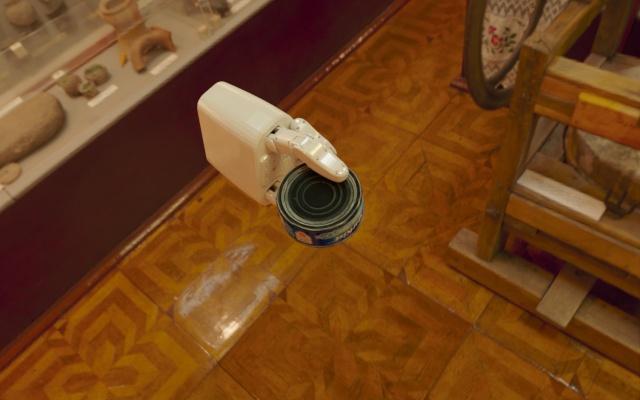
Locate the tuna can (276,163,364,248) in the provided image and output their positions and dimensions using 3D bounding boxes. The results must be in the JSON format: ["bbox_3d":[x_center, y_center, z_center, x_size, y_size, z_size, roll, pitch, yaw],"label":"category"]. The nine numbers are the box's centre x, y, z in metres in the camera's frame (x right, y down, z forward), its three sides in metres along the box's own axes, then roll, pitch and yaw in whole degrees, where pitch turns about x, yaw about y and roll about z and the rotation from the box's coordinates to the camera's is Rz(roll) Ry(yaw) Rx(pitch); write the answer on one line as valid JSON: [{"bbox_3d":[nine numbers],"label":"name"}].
[{"bbox_3d":[0.000,0.001,0.473,0.086,0.086,0.034,0,-32,7],"label":"tuna can"}]
